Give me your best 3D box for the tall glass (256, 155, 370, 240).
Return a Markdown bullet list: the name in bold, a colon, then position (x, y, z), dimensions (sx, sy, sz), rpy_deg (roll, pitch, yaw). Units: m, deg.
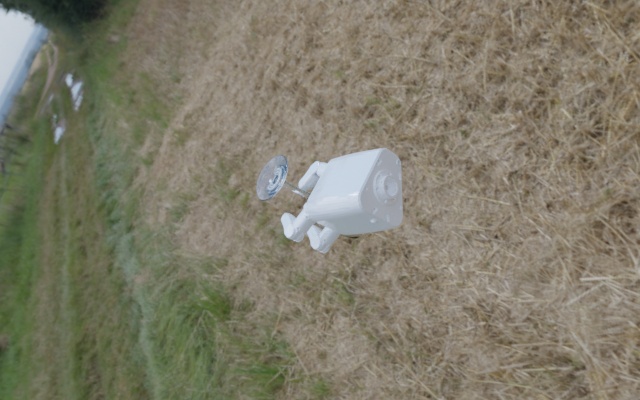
- **tall glass**: position (0.000, 0.002, 0.764), dimensions (0.201, 0.079, 0.079), rpy_deg (27, -16, -35)
